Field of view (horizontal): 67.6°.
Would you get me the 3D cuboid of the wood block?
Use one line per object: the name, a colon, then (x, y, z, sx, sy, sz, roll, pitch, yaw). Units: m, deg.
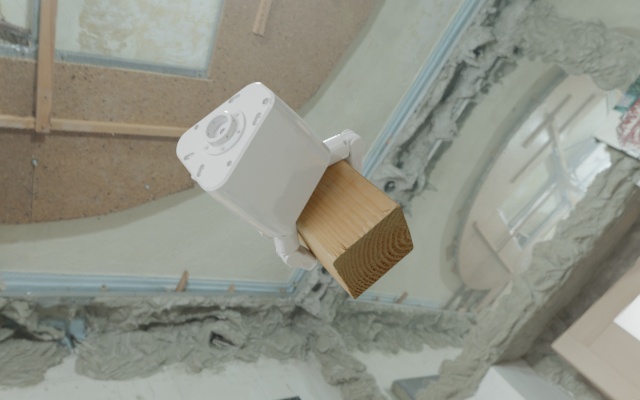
wood block: (0.000, 0.001, 0.555, 0.206, 0.091, 0.090, 44, -11, 39)
